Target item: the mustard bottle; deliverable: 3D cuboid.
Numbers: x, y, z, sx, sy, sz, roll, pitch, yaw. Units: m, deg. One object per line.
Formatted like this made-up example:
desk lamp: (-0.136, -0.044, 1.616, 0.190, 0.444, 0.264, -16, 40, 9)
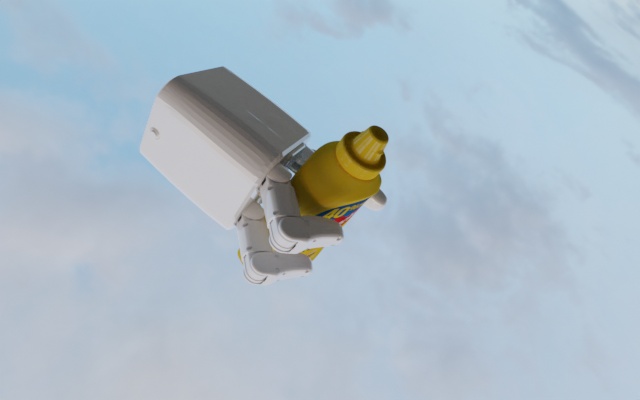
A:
mustard bottle: (0.000, 0.002, 0.426, 0.096, 0.058, 0.192, -17, -23, -41)
